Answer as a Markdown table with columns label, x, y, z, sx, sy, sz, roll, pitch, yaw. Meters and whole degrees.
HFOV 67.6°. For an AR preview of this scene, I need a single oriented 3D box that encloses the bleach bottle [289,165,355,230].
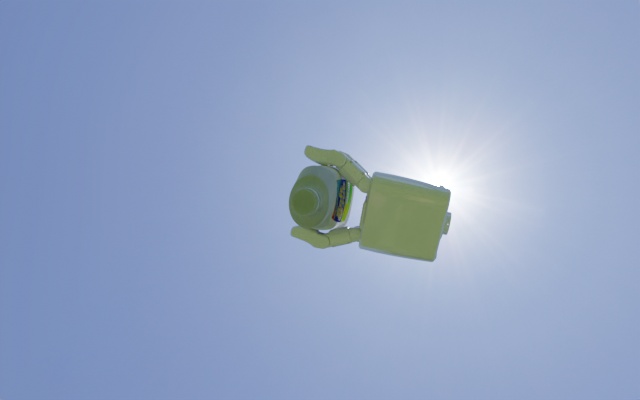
| label | x | y | z | sx | sy | sz | roll | pitch | yaw |
| --- | --- | --- | --- | --- | --- | --- | --- | --- | --- |
| bleach bottle | 0.000 | 0.002 | 0.662 | 0.068 | 0.102 | 0.251 | 12 | 6 | 9 |
